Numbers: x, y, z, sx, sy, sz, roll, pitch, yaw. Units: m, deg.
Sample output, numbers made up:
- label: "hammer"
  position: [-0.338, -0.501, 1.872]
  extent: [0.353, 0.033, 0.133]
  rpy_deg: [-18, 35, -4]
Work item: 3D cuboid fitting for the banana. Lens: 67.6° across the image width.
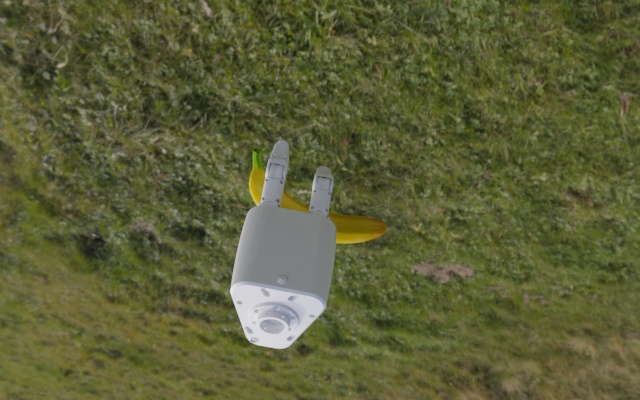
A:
- label: "banana"
  position: [-0.013, 0.014, 0.596]
  extent: [0.198, 0.070, 0.037]
  rpy_deg: [29, 25, -15]
